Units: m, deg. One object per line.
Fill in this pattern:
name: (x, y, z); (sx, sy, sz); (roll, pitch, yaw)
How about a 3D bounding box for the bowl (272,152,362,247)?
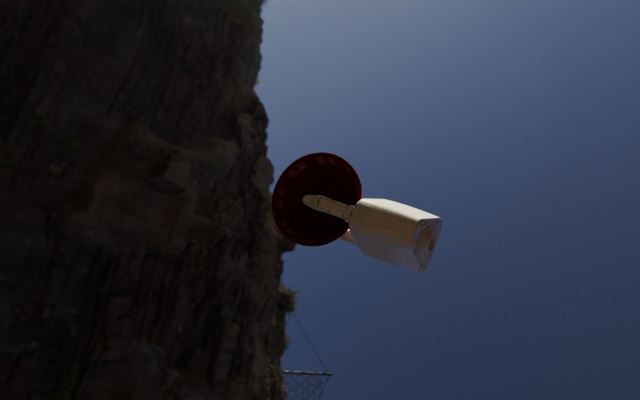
bowl: (-0.001, 0.002, 0.814); (0.162, 0.162, 0.055); (0, -14, 21)
